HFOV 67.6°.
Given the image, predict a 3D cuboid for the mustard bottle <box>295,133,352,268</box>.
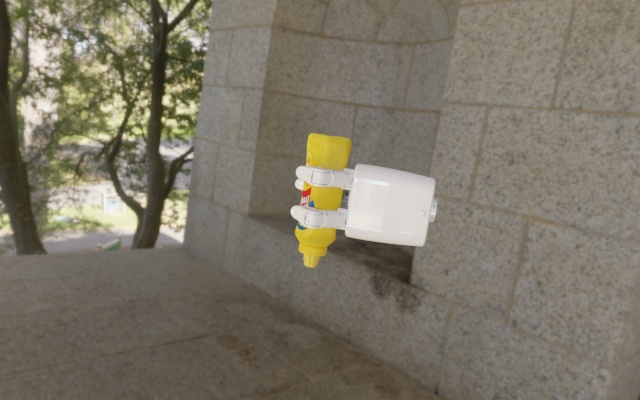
[{"bbox_3d":[0.000,0.002,0.685,0.058,0.191,0.096,6,9,-17],"label":"mustard bottle"}]
